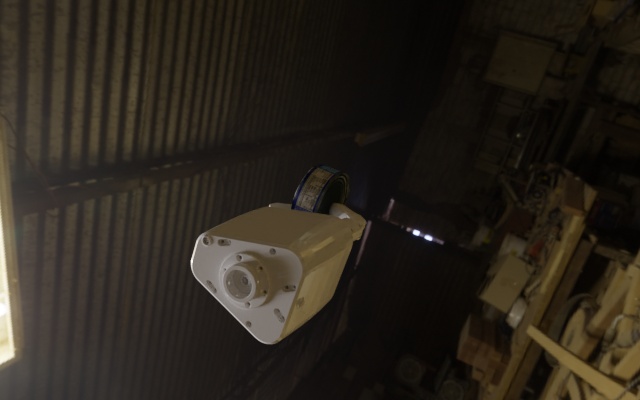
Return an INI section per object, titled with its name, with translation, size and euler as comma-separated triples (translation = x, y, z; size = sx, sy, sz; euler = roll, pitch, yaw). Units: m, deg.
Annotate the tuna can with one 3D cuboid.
[tuna can]
translation = 0.000, 0.002, 0.565
size = 0.033, 0.086, 0.086
euler = 23, 9, 21
